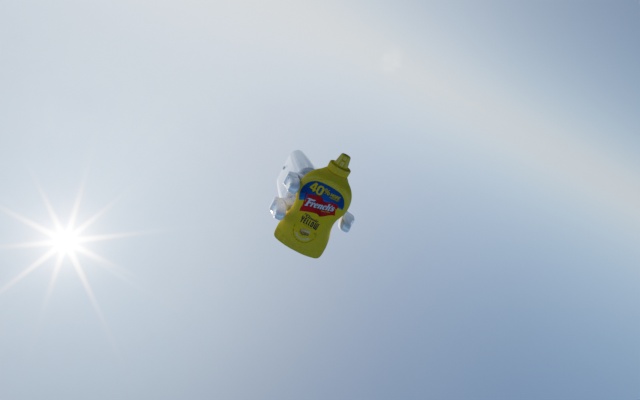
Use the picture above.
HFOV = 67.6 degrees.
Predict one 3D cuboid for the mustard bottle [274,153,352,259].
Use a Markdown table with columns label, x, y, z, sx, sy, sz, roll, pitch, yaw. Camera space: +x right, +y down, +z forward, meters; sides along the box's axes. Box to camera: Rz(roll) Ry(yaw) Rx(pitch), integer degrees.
| label | x | y | z | sx | sy | sz | roll | pitch | yaw |
| --- | --- | --- | --- | --- | --- | --- | --- | --- | --- |
| mustard bottle | 0.000 | 0.003 | 0.835 | 0.096 | 0.192 | 0.058 | 29 | 19 | -1 |
